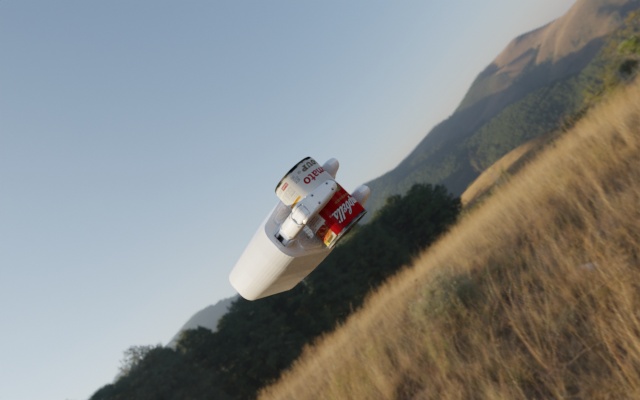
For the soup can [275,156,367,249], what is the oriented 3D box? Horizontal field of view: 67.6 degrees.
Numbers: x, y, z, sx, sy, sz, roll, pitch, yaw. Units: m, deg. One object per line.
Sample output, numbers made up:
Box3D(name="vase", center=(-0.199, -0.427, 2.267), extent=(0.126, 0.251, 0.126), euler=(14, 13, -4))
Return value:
Box3D(name="soup can", center=(0.000, 0.001, 0.608), extent=(0.102, 0.068, 0.068), euler=(45, 8, 8))
